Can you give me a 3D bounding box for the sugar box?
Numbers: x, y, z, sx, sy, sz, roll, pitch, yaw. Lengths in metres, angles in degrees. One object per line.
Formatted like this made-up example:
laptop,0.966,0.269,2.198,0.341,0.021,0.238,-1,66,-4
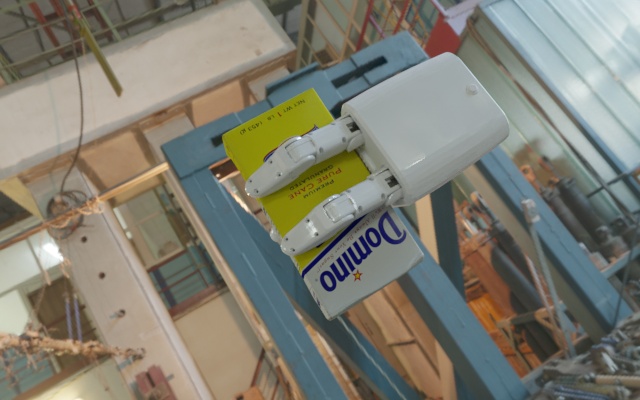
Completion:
sugar box,0.000,0.001,0.404,0.093,0.176,0.048,-31,-14,-10
